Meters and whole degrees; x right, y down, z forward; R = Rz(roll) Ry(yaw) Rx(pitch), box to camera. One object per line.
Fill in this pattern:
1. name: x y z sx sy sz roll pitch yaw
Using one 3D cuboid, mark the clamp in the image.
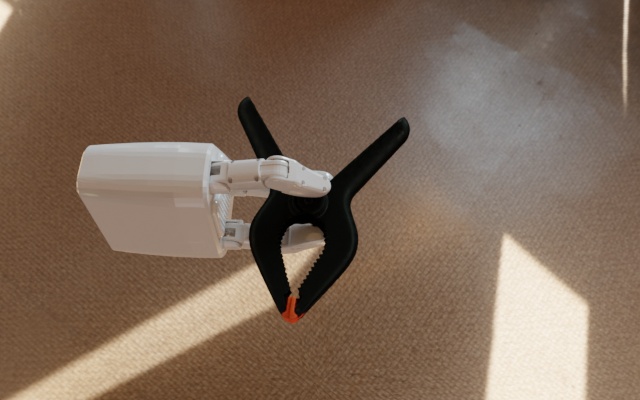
1. clamp: 0.000 0.002 0.425 0.164 0.210 0.036 1 -21 1
